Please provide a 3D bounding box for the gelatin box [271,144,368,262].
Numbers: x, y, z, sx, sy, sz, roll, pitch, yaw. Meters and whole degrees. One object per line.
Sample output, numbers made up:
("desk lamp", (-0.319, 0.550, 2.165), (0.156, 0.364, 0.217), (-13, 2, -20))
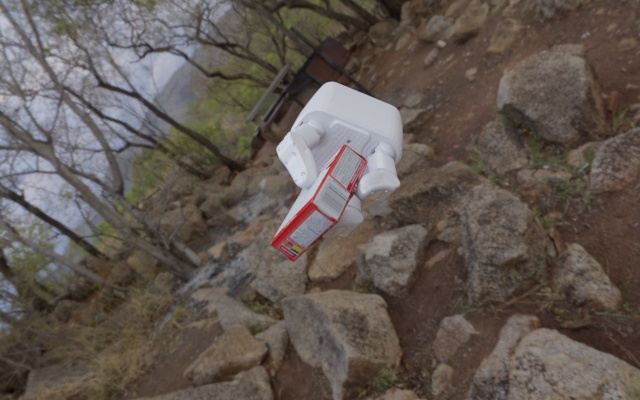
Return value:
("gelatin box", (0.000, 0.001, 0.419), (0.073, 0.030, 0.089), (-45, 11, 43))
